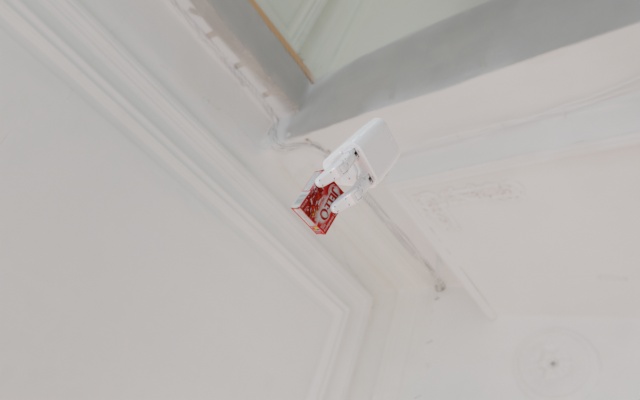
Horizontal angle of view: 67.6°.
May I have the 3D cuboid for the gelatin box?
[{"bbox_3d":[0.000,0.003,0.828,0.030,0.089,0.073,-4,-45,50],"label":"gelatin box"}]
